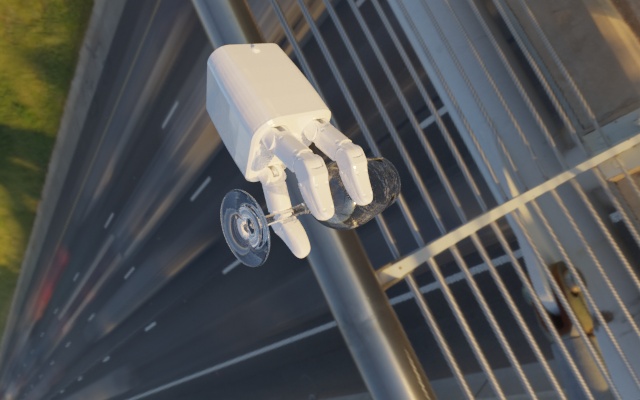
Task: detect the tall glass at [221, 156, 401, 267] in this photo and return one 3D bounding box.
[{"bbox_3d":[0.000,0.002,0.502,0.201,0.079,0.079,-18,12,-41],"label":"tall glass"}]
